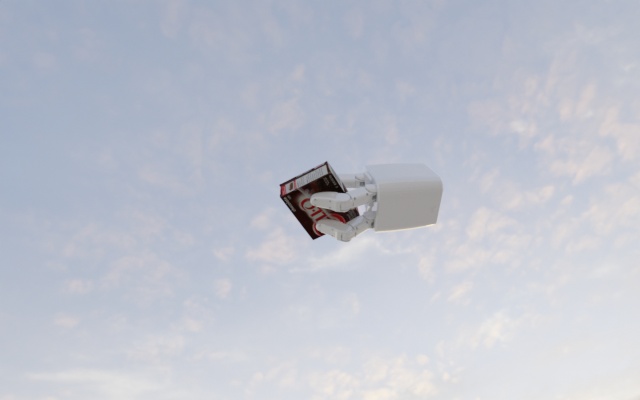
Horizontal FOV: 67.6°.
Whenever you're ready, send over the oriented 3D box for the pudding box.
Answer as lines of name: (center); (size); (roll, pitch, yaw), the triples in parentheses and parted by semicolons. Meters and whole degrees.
pudding box: (0.000, 0.002, 0.760); (0.090, 0.113, 0.039); (-26, 36, 12)
